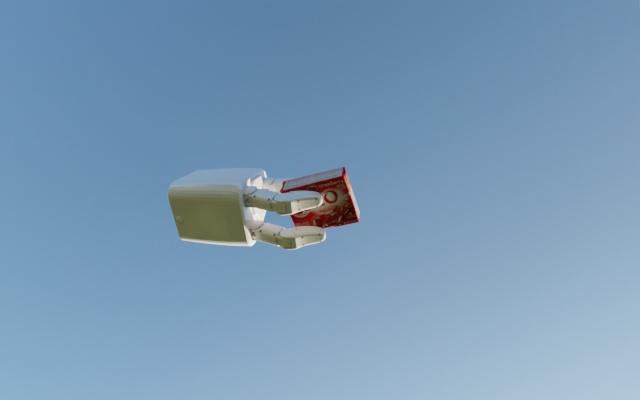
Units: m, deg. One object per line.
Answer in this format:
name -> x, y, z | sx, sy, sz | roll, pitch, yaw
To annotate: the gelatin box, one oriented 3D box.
gelatin box -> 0.000, 0.002, 0.633 | 0.089, 0.073, 0.030 | -13, 29, 13
